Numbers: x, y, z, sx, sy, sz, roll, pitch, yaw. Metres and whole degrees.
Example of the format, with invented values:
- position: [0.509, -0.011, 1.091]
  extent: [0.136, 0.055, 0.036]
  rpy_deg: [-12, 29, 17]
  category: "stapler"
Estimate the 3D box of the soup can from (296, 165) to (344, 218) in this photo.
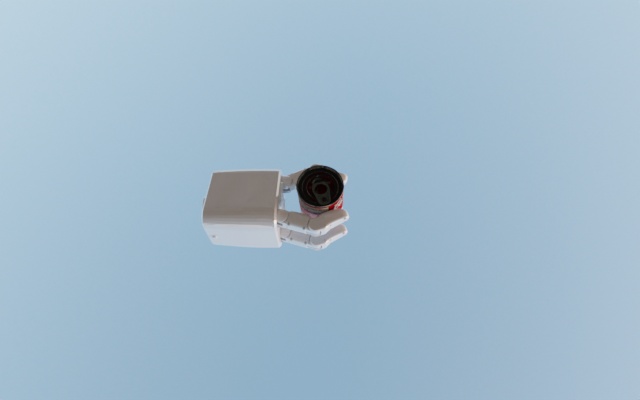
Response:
- position: [0.001, 0.002, 0.718]
  extent: [0.068, 0.068, 0.102]
  rpy_deg: [0, -28, 1]
  category: "soup can"
